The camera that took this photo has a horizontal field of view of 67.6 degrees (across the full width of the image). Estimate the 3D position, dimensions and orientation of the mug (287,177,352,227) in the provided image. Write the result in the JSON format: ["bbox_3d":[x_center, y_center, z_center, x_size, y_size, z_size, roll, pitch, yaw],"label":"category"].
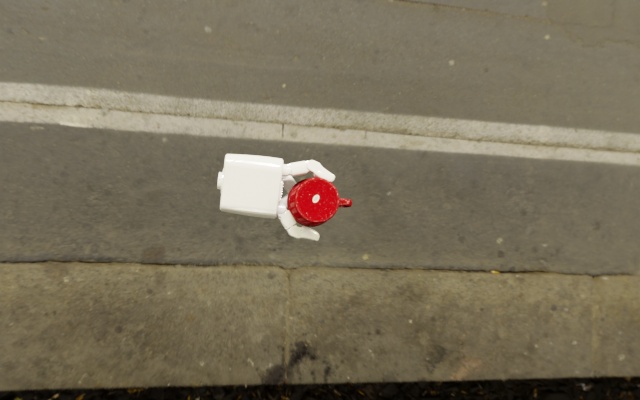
[{"bbox_3d":[0.002,0.003,0.873,0.117,0.093,0.081,6,-4,-8],"label":"mug"}]
